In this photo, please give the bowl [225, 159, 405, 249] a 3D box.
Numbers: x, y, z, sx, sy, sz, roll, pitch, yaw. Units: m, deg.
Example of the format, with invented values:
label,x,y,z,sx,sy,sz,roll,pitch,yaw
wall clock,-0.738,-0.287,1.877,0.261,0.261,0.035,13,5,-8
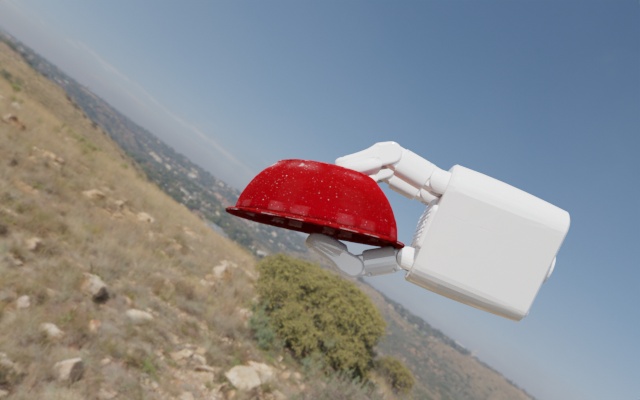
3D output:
label,x,y,z,sx,sy,sz,roll,pitch,yaw
bowl,-0.001,0.001,0.429,0.162,0.055,0.162,11,-7,1
